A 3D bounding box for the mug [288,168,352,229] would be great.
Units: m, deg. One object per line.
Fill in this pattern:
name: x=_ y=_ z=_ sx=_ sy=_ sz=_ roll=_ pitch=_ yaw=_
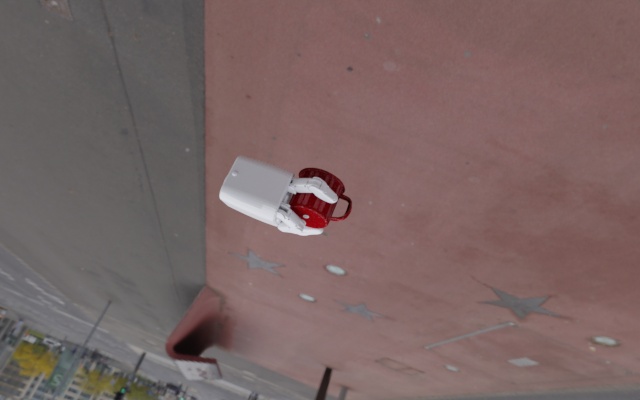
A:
mug: x=0.001 y=0.004 z=0.881 sx=0.117 sy=0.081 sz=0.093 roll=20 pitch=-26 yaw=5
